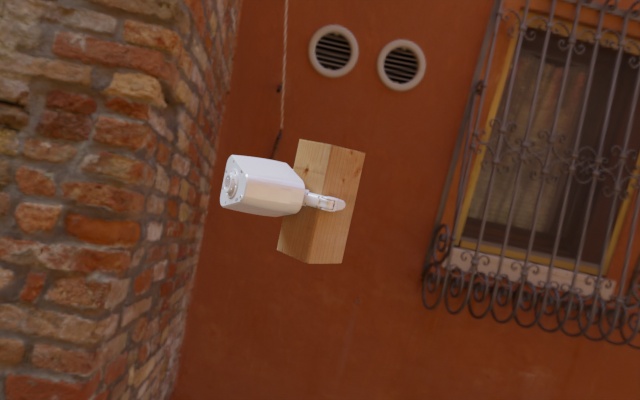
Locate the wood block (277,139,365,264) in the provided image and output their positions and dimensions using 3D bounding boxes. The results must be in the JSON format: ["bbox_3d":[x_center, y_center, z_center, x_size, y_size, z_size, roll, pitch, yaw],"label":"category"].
[{"bbox_3d":[0.000,0.003,0.862,0.090,0.206,0.091,7,7,-45],"label":"wood block"}]
